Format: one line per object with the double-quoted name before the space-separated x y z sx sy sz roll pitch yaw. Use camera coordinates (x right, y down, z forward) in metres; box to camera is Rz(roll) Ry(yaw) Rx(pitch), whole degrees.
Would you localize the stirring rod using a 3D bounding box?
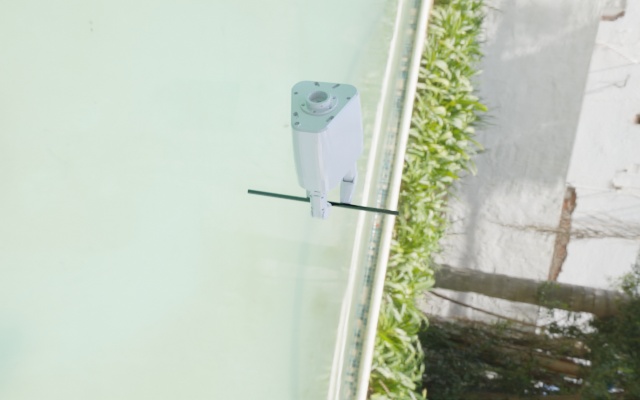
"stirring rod" 0.000 0.002 0.737 0.239 0.011 0.011 8 2 13
